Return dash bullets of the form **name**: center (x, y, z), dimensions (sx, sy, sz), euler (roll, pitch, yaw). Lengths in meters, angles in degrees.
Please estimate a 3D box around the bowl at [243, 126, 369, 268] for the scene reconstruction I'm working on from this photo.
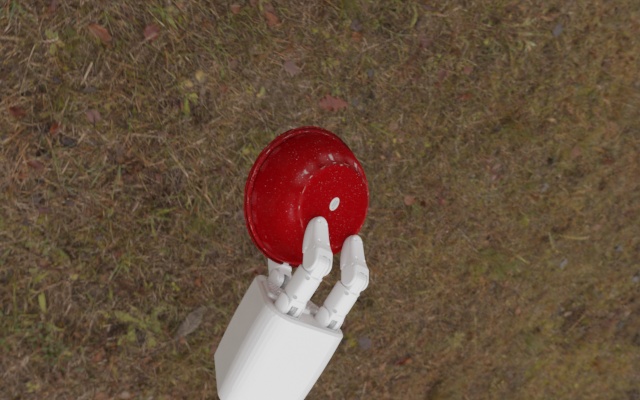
- **bowl**: center (0.001, 0.000, 0.520), dimensions (0.162, 0.162, 0.055), euler (0, 9, -37)
